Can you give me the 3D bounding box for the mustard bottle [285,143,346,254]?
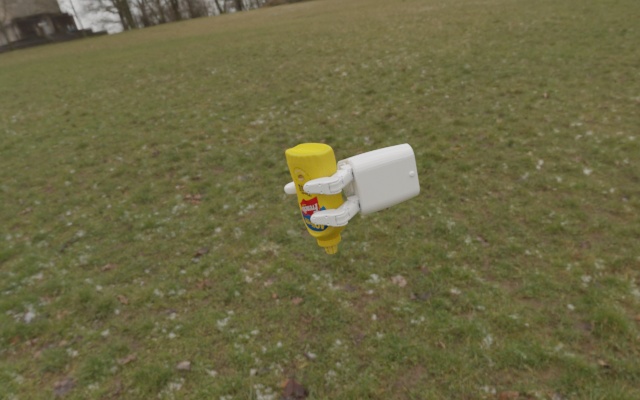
[{"bbox_3d":[0.000,0.003,0.802,0.058,0.192,0.096,-28,25,-33],"label":"mustard bottle"}]
